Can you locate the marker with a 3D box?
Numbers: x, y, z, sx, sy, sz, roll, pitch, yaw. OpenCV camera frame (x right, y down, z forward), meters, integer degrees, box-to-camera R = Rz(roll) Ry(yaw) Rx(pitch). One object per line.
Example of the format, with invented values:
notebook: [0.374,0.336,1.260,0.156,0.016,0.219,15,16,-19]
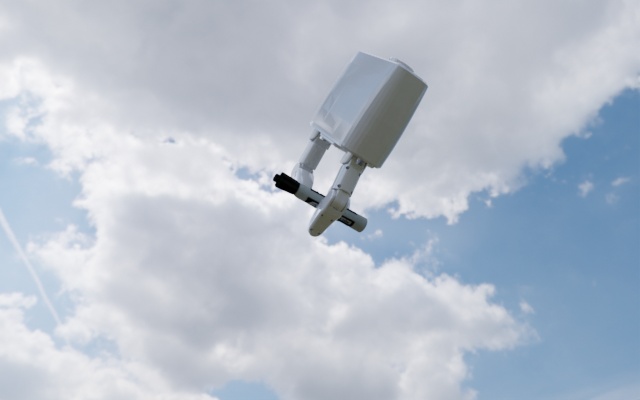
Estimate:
marker: [0.000,0.002,0.539,0.121,0.020,0.020,29,-11,-19]
